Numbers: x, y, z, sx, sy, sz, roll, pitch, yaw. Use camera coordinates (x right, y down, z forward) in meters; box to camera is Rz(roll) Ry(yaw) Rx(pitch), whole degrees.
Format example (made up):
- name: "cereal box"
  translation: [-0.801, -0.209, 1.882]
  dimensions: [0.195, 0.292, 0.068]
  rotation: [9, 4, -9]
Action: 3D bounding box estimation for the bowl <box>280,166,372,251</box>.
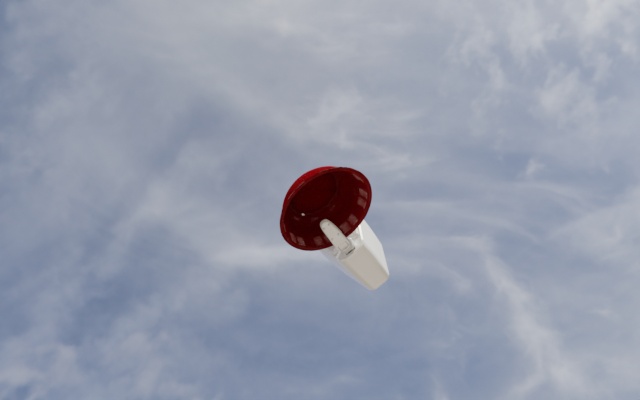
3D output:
- name: "bowl"
  translation: [0.000, 0.001, 0.766]
  dimensions: [0.162, 0.162, 0.055]
  rotation: [0, 35, -32]
